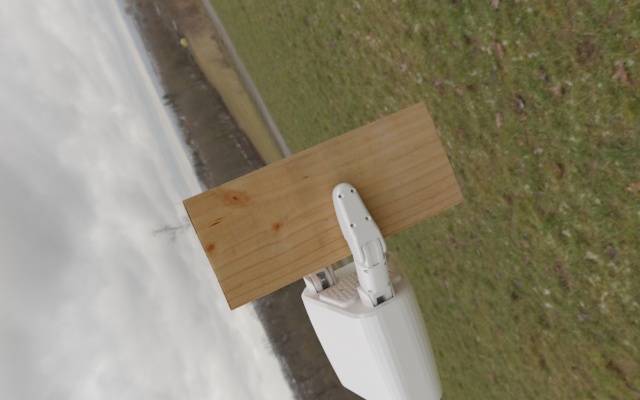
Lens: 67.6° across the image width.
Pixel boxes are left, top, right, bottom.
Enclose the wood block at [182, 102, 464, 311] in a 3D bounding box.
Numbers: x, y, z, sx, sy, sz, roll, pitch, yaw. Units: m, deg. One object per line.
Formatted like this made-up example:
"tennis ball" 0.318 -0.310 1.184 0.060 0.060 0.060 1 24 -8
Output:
"wood block" 0.000 0.002 0.407 0.206 0.090 0.091 -24 4 -13
